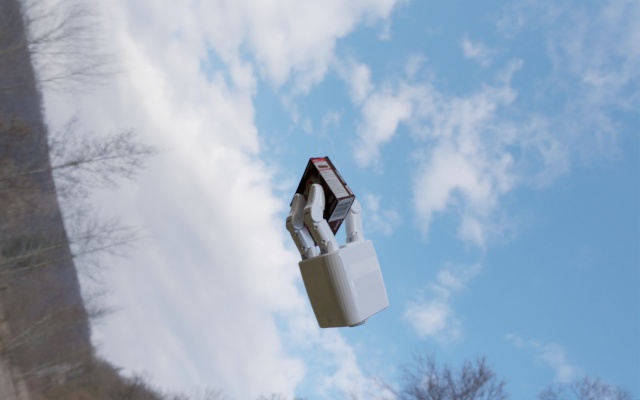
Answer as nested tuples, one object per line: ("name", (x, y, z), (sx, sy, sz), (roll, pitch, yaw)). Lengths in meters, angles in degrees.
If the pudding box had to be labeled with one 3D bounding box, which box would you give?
("pudding box", (0.000, 0.002, 0.734), (0.039, 0.090, 0.114), (-10, -37, -35))
